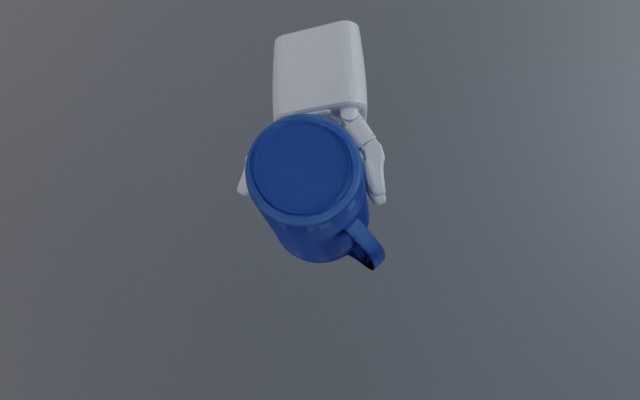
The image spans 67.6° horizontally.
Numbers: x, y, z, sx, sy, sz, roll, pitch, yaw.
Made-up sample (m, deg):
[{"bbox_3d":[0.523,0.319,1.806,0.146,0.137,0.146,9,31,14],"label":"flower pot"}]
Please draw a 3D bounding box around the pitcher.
[{"bbox_3d":[0.000,0.002,0.541,0.149,0.145,0.243,-1,-12,4],"label":"pitcher"}]
